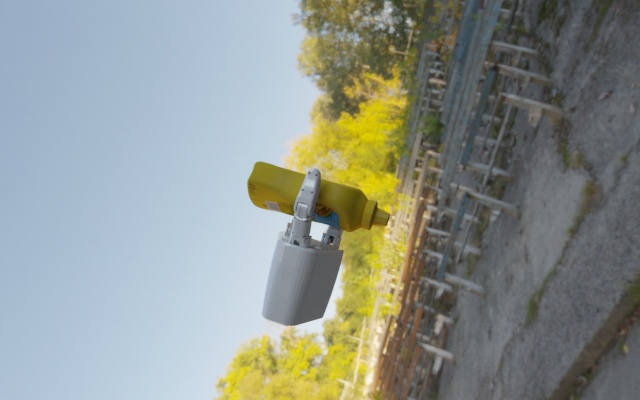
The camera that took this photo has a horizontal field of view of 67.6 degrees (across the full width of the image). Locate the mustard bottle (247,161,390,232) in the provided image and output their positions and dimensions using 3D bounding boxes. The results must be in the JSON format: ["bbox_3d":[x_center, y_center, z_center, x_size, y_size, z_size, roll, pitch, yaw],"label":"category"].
[{"bbox_3d":[0.000,0.002,0.654,0.191,0.058,0.096,16,-21,12],"label":"mustard bottle"}]
